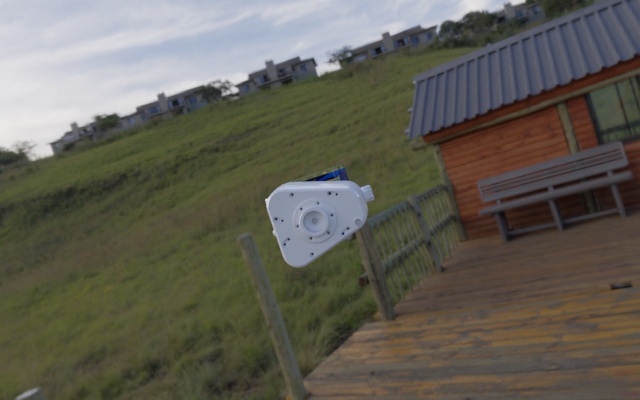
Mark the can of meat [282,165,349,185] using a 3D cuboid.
[{"bbox_3d":[0.000,0.002,0.691,0.102,0.084,0.057,-18,3,9],"label":"can of meat"}]
